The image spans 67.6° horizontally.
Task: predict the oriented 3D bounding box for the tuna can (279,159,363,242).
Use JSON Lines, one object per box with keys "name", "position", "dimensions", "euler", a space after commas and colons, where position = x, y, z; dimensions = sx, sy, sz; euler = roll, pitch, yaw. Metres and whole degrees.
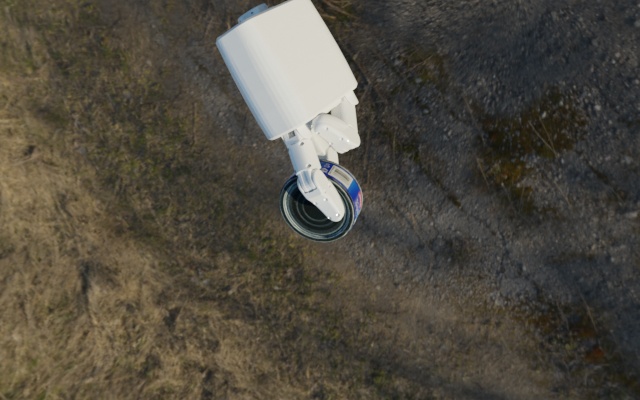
{"name": "tuna can", "position": [0.000, 0.002, 0.511], "dimensions": [0.086, 0.086, 0.033], "euler": [0, 29, 21]}
